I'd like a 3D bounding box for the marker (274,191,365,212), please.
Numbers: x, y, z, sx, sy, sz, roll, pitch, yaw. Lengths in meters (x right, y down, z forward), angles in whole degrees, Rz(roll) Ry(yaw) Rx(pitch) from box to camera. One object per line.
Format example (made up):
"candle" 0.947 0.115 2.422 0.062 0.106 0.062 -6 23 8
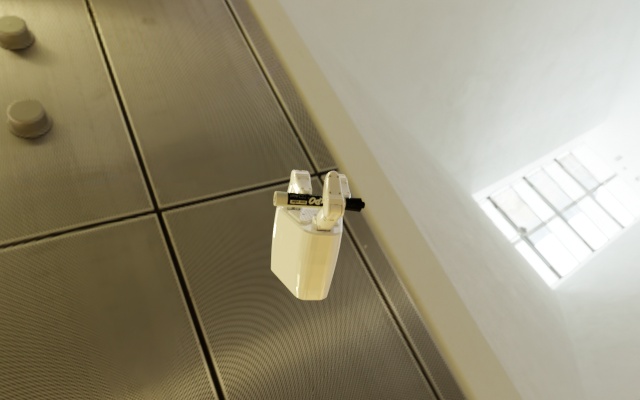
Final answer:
"marker" 0.000 0.002 0.621 0.121 0.020 0.020 4 -1 -15
